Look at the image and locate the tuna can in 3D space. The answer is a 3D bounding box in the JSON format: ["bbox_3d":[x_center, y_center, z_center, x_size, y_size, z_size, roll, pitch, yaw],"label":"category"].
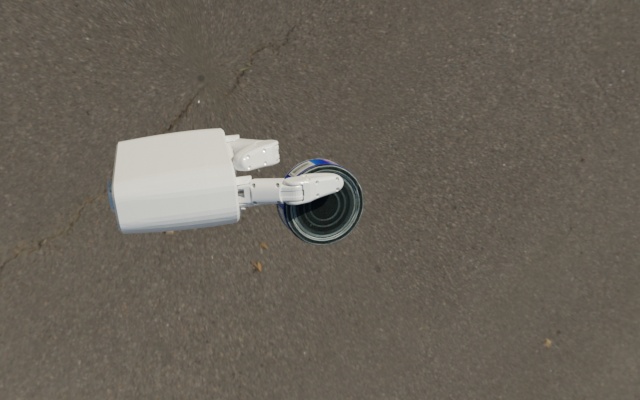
[{"bbox_3d":[0.000,0.002,0.489,0.086,0.086,0.033,0,14,-19],"label":"tuna can"}]
